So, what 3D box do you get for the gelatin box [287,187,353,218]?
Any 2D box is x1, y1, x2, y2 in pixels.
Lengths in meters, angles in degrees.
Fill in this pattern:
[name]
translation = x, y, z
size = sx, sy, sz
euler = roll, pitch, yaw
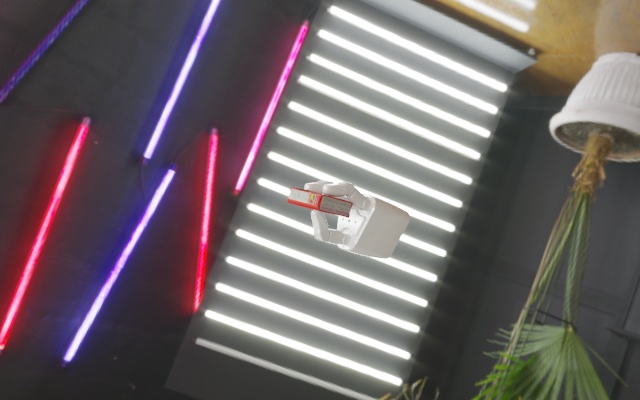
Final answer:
[gelatin box]
translation = 0.000, 0.003, 0.813
size = 0.073, 0.030, 0.089
euler = 15, 1, 40
